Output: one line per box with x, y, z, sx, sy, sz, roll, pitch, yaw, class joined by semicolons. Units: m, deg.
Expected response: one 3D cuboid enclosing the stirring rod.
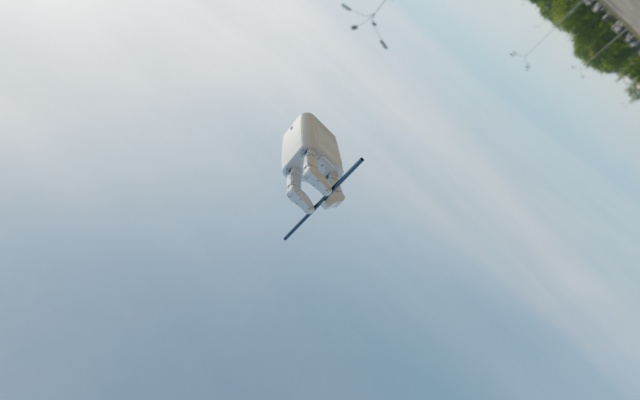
0.000;0.003;0.860;0.011;0.011;0.240;0;-37;-46;stirring rod
